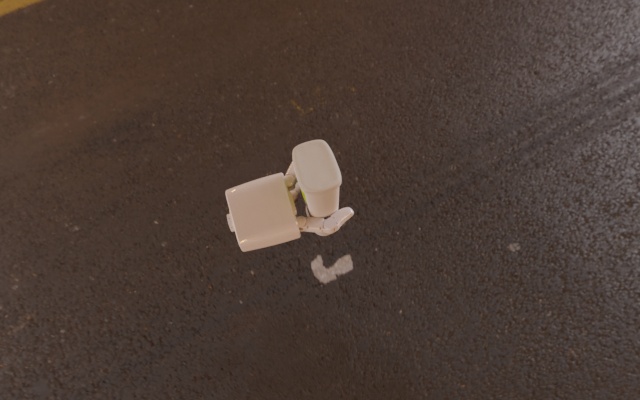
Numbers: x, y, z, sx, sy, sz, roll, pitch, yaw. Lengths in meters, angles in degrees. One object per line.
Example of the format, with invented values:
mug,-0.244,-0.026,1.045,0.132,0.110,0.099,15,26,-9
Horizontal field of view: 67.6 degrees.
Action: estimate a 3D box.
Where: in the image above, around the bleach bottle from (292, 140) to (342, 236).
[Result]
bleach bottle,0.000,0.003,0.860,0.068,0.102,0.251,-16,-29,-5
